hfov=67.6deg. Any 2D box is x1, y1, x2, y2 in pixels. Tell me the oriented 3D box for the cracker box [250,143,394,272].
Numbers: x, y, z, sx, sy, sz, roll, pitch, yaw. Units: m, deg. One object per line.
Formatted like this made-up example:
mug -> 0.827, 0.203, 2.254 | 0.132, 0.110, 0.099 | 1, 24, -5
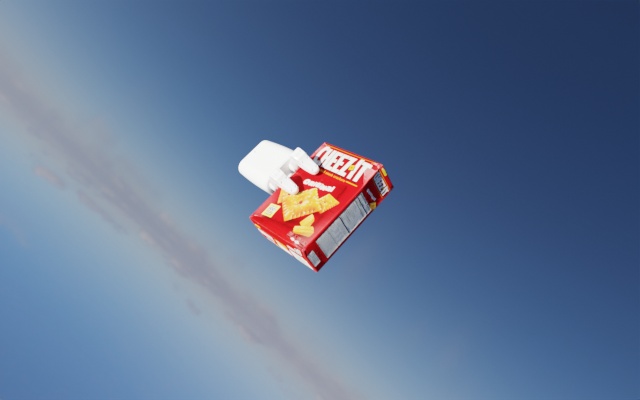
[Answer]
cracker box -> 0.000, 0.003, 0.871 | 0.164, 0.213, 0.072 | 28, -22, 44
